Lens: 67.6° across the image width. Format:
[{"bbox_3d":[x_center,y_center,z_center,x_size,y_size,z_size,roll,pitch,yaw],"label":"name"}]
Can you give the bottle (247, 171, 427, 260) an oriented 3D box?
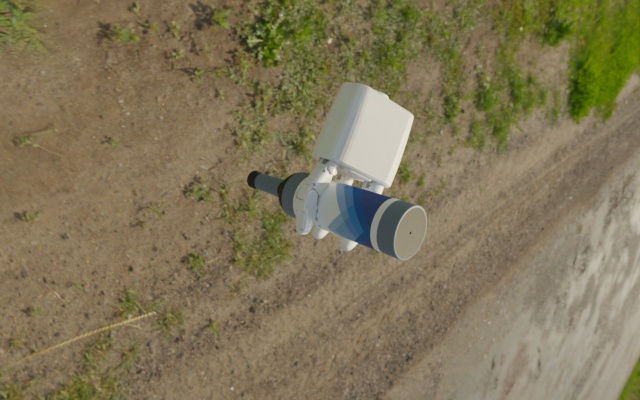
[{"bbox_3d":[0.000,0.002,0.645,0.295,0.069,0.069,19,13,42],"label":"bottle"}]
